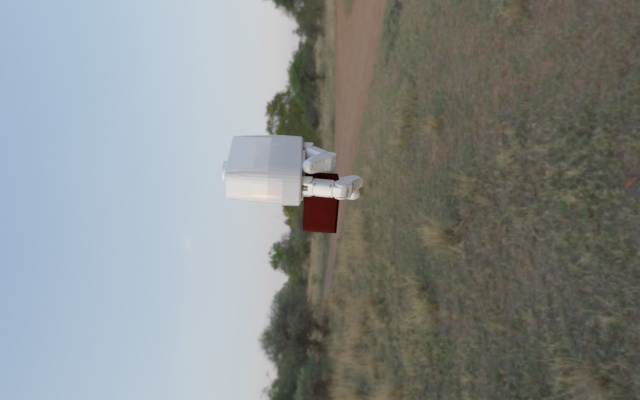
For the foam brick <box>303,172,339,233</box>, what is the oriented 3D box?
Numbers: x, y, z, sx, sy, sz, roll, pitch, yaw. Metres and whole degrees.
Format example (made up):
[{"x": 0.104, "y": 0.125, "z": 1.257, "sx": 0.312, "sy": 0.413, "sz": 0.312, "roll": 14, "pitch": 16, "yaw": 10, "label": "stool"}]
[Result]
[{"x": 0.000, "y": 0.003, "z": 0.715, "sx": 0.051, "sy": 0.078, "sz": 0.053, "roll": 2, "pitch": 24, "yaw": -4, "label": "foam brick"}]
